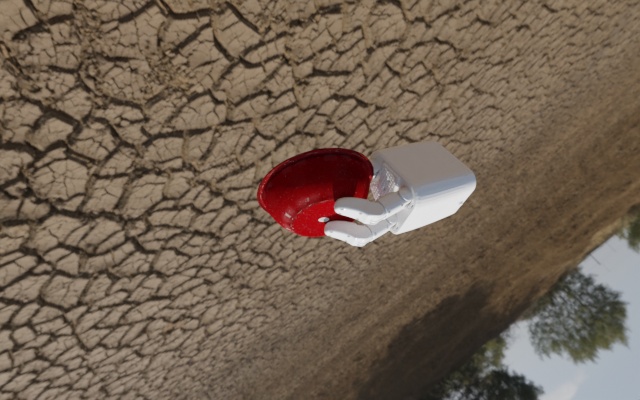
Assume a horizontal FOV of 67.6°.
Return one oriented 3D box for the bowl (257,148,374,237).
[{"bbox_3d":[-0.001,0.003,0.630,0.162,0.055,0.162,-11,-31,-7],"label":"bowl"}]
